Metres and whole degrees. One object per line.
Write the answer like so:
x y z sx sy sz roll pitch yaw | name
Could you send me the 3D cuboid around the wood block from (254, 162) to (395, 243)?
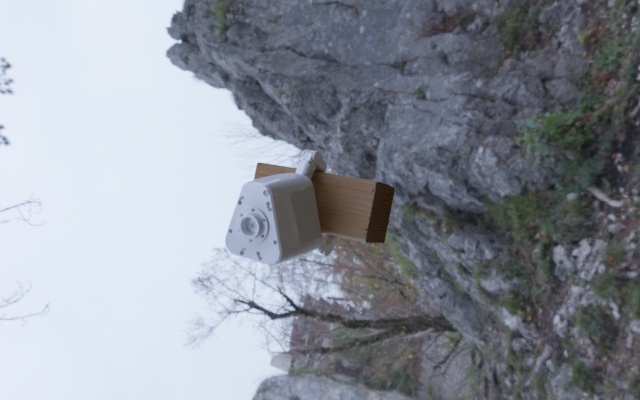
0.000 0.002 0.753 0.206 0.091 0.090 11 0 26 | wood block
